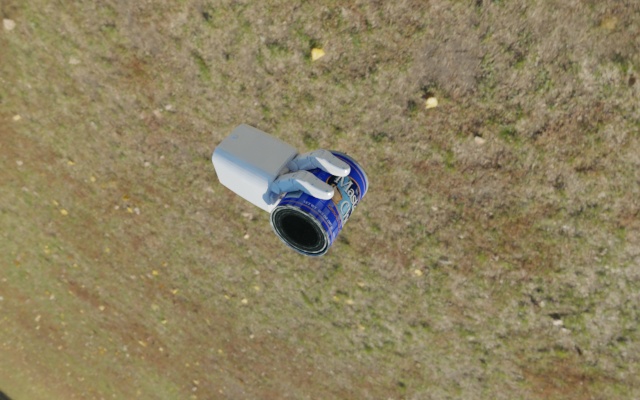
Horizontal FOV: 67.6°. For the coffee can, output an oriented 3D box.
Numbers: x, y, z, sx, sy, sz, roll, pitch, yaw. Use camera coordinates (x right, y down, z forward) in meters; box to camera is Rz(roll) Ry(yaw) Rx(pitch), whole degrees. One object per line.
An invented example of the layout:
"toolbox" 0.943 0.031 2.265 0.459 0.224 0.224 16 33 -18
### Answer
"coffee can" 0.000 0.002 0.749 0.103 0.103 0.140 0 39 37
